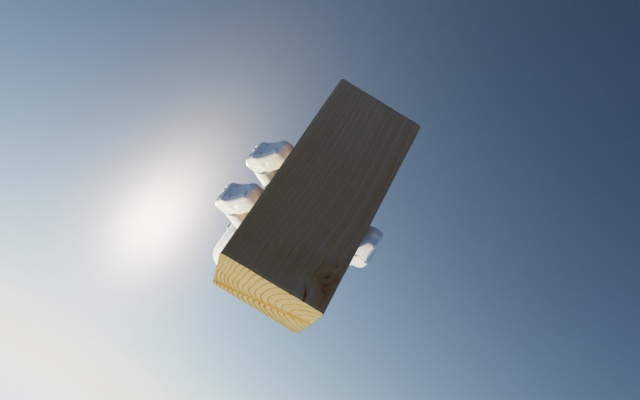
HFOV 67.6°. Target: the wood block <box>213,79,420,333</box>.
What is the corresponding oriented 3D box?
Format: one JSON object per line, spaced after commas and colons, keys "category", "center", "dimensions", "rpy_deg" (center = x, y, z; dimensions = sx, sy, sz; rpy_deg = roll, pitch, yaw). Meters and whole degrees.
{"category": "wood block", "center": [0.000, 0.002, 0.435], "dimensions": [0.091, 0.206, 0.090], "rpy_deg": [31, -29, -1]}
